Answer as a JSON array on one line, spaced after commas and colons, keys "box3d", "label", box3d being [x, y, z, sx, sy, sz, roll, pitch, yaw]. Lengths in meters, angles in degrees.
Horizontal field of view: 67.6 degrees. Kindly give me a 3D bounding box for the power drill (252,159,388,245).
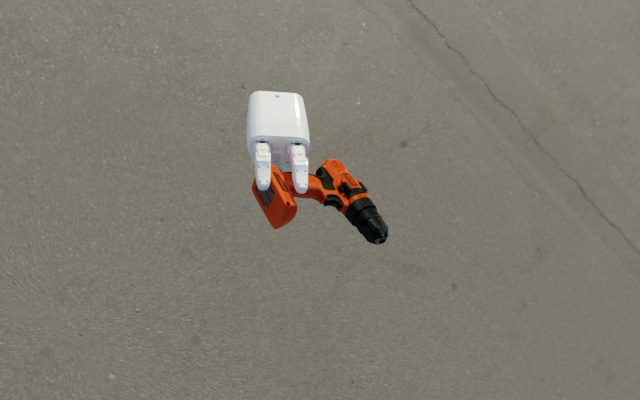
[{"box3d": [0.000, 0.002, 0.749, 0.187, 0.057, 0.184, 0, 40, -38], "label": "power drill"}]
